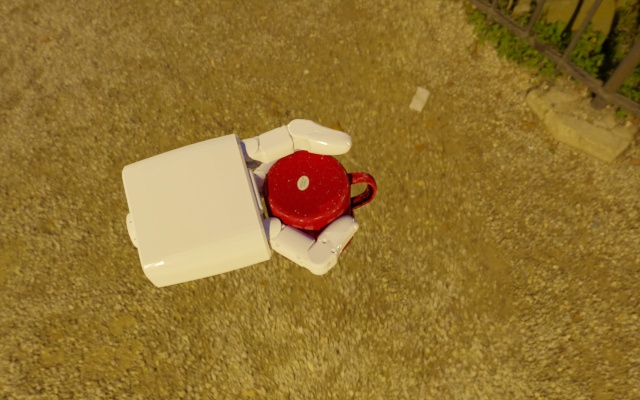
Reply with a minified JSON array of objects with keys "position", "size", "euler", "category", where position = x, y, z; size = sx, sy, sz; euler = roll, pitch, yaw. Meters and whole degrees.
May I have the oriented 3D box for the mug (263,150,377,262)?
[{"position":[0.001,0.001,0.469],"size":[0.117,0.093,0.081],"euler":[-15,-29,-6],"category":"mug"}]
